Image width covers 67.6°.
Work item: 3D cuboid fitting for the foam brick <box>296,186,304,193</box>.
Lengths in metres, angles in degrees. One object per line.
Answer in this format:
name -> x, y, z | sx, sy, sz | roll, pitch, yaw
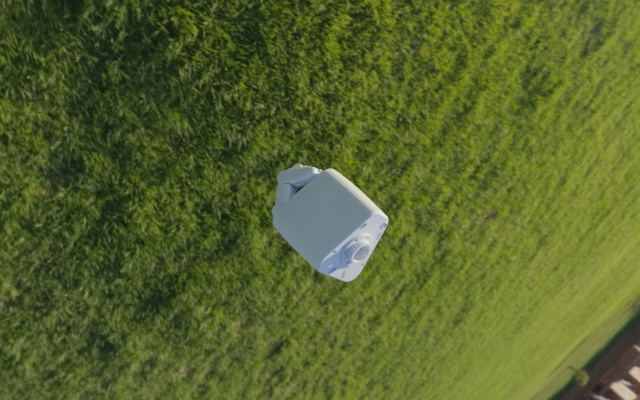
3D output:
foam brick -> 0.000, 0.002, 0.719 | 0.051, 0.053, 0.078 | 40, 6, 39
